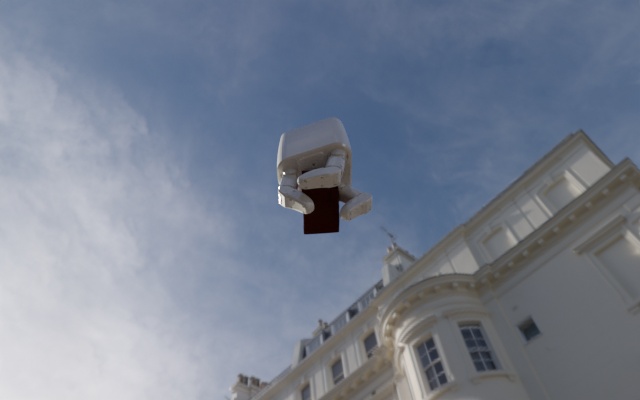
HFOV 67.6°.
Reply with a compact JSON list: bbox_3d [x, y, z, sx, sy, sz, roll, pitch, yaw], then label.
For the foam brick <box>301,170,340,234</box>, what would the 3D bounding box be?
[{"bbox_3d":[0.000,0.003,0.685,0.053,0.078,0.051,-2,33,-1],"label":"foam brick"}]
